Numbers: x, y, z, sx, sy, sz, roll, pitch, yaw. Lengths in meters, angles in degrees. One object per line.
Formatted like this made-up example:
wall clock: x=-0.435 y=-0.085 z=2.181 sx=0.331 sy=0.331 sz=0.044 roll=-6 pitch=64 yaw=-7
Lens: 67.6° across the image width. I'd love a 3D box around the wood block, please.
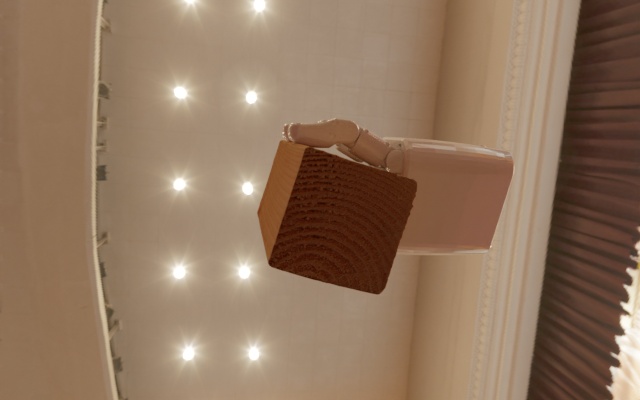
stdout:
wood block: x=0.000 y=0.002 z=0.437 sx=0.090 sy=0.091 sz=0.206 roll=16 pitch=5 yaw=-11
